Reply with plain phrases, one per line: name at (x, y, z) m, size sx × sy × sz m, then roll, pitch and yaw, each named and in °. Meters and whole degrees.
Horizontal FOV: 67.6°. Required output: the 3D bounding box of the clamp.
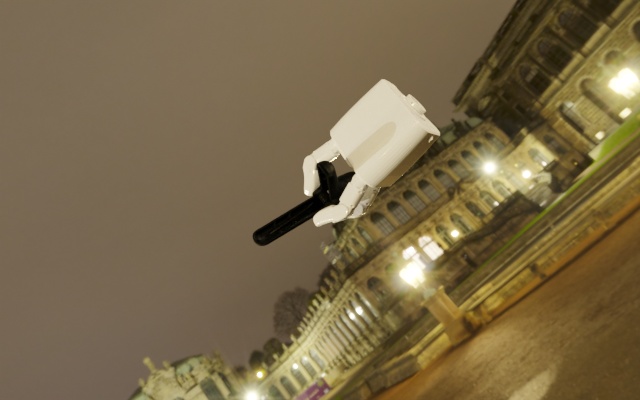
clamp at (0.000, 0.001, 0.707) m, size 0.164 × 0.036 × 0.210 m, roll -42°, pitch -16°, yaw 23°
